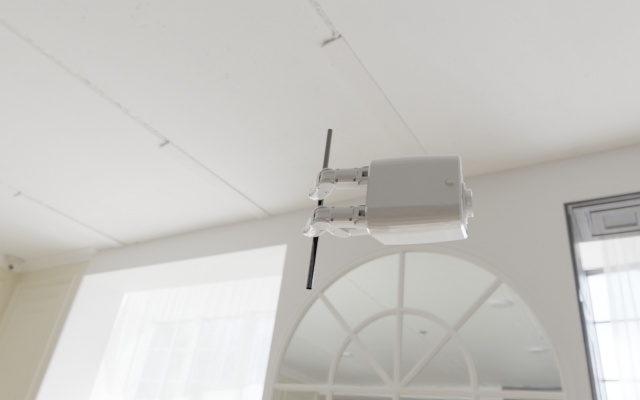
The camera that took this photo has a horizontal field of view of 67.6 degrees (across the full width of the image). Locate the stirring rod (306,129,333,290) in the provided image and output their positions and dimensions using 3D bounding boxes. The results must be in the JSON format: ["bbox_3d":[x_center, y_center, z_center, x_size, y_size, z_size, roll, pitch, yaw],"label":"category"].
[{"bbox_3d":[0.000,0.002,0.632,0.011,0.239,0.011,6,-30,3],"label":"stirring rod"}]
